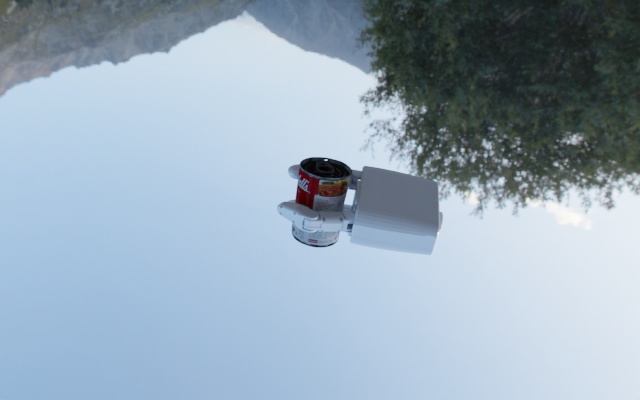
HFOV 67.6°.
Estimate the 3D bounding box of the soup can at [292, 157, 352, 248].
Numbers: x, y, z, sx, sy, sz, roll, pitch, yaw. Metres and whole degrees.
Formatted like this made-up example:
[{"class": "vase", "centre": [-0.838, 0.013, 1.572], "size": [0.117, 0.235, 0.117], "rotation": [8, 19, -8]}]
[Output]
[{"class": "soup can", "centre": [0.000, 0.002, 0.631], "size": [0.068, 0.102, 0.068], "rotation": [7, 27, -4]}]
